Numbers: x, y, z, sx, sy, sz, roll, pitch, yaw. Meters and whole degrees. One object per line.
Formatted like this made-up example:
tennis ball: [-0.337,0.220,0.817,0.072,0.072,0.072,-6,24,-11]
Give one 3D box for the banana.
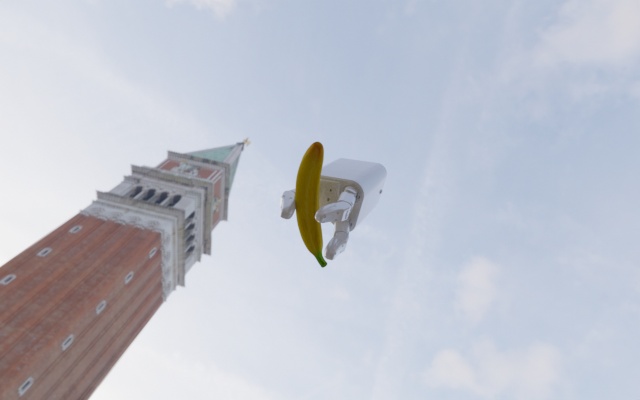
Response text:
banana: [-0.012,0.002,0.737,0.037,0.198,0.069,-20,25,-37]
